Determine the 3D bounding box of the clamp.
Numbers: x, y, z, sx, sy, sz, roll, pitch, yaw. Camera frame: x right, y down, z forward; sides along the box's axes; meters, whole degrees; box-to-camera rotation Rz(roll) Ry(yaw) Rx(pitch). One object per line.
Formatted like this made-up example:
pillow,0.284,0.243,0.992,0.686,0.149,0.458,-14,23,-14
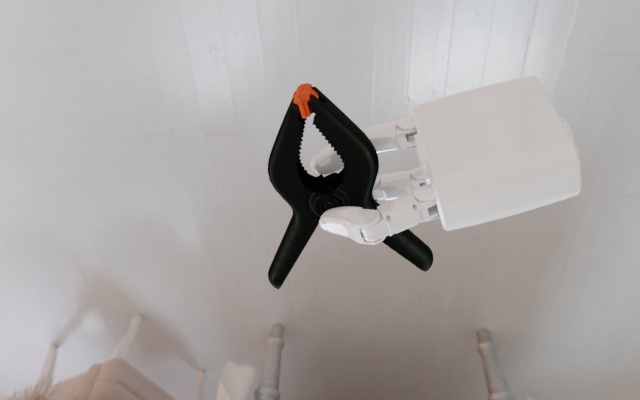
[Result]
clamp,0.000,0.001,0.428,0.164,0.210,0.036,-15,33,13
